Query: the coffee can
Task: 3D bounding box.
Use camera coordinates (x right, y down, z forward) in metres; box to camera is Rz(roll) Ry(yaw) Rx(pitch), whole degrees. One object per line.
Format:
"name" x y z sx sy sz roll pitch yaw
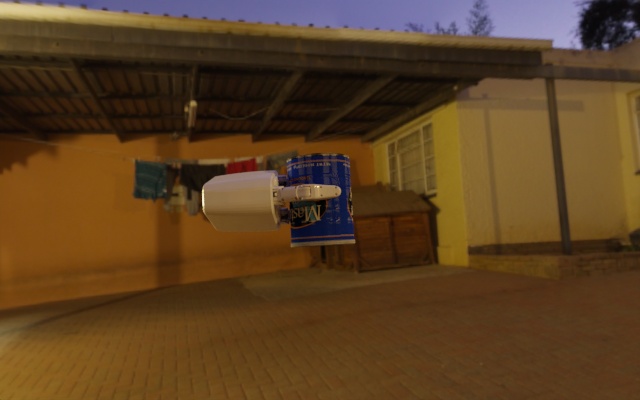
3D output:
"coffee can" 0.000 0.003 0.765 0.103 0.140 0.103 -3 -5 0
